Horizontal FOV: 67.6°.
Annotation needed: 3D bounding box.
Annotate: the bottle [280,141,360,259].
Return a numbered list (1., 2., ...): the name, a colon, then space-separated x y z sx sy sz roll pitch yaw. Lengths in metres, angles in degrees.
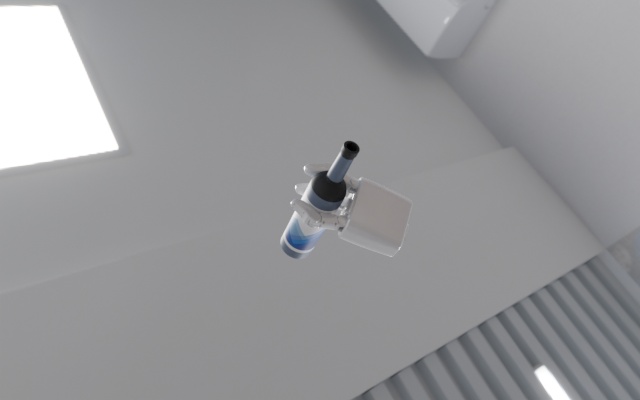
1. bottle: 0.000 0.003 0.855 0.069 0.069 0.296 0 -36 -24
